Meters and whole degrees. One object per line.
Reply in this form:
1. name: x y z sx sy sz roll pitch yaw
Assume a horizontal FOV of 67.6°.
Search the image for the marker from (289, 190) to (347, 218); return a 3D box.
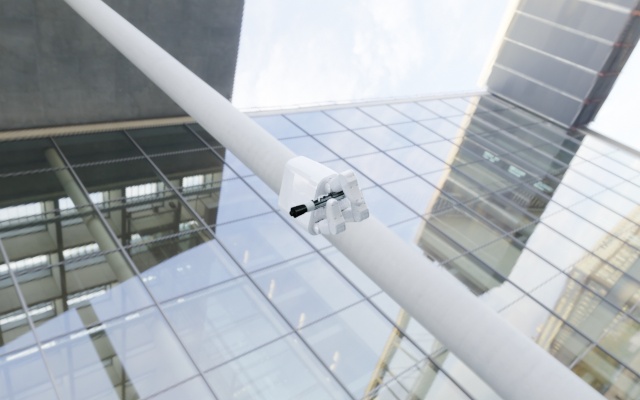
1. marker: 0.000 0.003 0.785 0.121 0.020 0.020 -22 12 -32
